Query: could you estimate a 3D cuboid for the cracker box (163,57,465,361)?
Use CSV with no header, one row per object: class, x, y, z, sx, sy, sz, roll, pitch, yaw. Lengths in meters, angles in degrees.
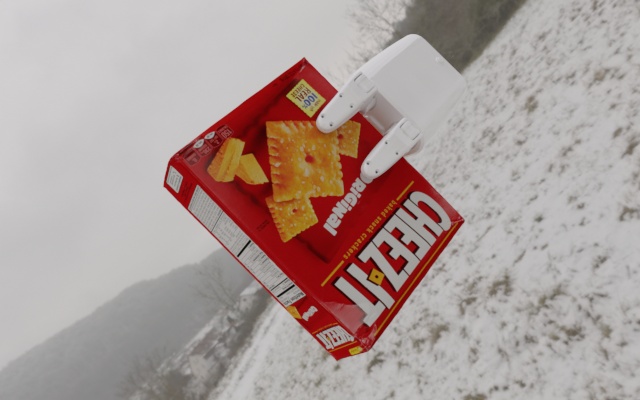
cracker box,0.000,0.001,0.419,0.164,0.213,0.072,-45,-1,-31
